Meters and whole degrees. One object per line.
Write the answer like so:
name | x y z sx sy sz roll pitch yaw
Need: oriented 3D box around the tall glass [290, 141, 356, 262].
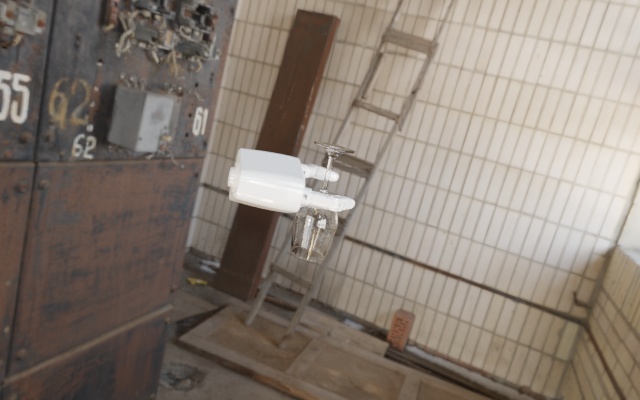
tall glass | 0.000 0.002 0.833 0.079 0.201 0.079 14 12 -3
